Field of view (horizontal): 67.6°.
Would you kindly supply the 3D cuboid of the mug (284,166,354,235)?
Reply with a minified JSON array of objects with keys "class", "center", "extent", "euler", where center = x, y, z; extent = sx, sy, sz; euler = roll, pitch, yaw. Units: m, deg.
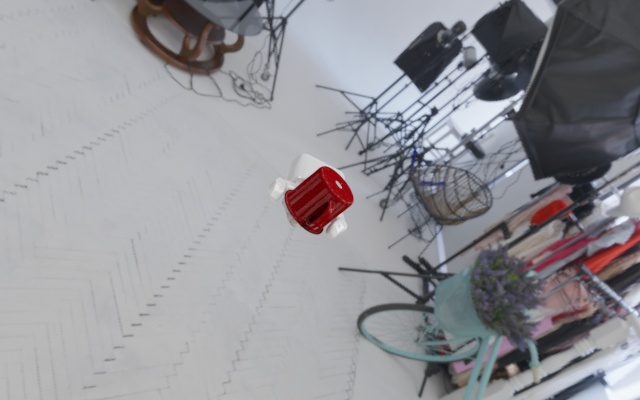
[{"class":"mug","center":[0.000,0.003,0.783],"extent":[0.081,0.093,0.117],"euler":[-39,22,23]}]
